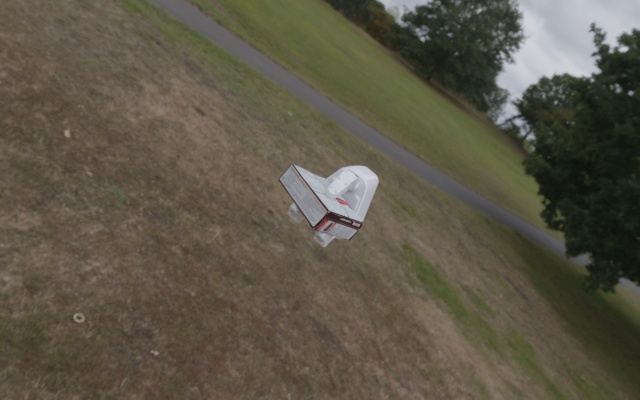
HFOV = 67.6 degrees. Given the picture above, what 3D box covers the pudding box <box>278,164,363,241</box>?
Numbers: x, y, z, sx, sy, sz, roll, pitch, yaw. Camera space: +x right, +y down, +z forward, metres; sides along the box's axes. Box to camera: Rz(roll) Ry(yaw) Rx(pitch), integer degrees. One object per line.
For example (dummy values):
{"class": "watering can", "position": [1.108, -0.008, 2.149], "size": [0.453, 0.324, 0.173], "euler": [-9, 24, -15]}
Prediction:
{"class": "pudding box", "position": [0.000, 0.002, 0.704], "size": [0.090, 0.039, 0.113], "euler": [20, 25, -49]}
